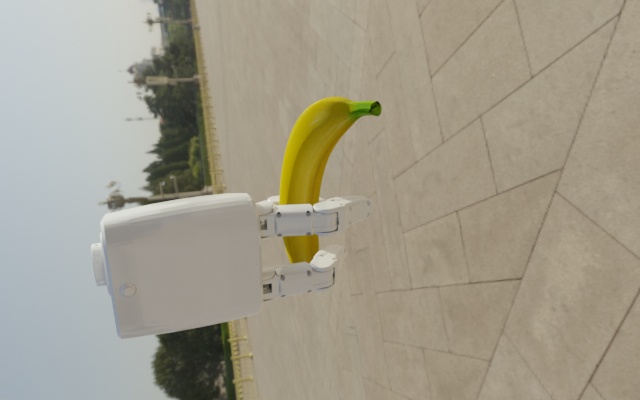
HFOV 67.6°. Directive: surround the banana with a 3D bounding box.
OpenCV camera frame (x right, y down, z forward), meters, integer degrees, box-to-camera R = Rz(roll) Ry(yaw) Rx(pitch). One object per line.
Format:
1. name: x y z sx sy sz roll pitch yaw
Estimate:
1. banana: -0.008 -0.013 0.417 0.037 0.198 0.069 -11 46 -32
